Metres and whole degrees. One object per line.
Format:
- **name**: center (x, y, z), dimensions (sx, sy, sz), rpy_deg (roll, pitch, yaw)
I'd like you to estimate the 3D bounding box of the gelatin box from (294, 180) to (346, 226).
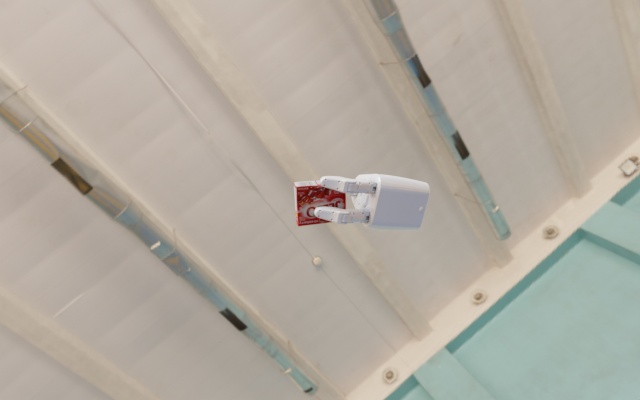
- **gelatin box**: center (0.000, 0.003, 0.833), dimensions (0.089, 0.073, 0.030), rpy_deg (-6, 20, -11)
